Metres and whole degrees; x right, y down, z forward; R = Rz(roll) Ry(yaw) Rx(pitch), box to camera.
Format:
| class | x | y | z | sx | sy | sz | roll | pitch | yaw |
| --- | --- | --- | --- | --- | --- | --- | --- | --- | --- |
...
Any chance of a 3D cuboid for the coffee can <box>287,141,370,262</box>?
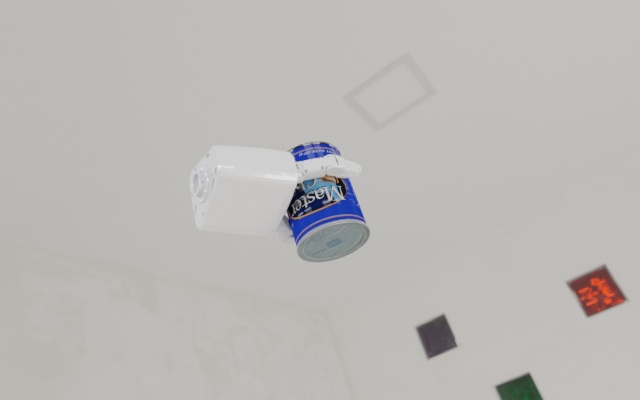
| class | x | y | z | sx | sy | sz | roll | pitch | yaw |
| --- | --- | --- | --- | --- | --- | --- | --- | --- | --- |
| coffee can | 0.000 | 0.002 | 0.679 | 0.103 | 0.140 | 0.103 | -13 | -32 | -8 |
